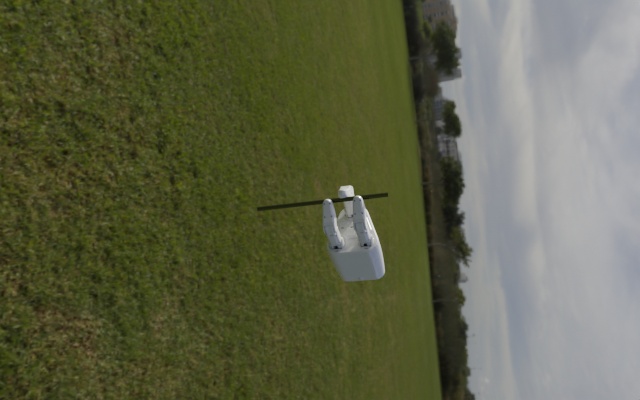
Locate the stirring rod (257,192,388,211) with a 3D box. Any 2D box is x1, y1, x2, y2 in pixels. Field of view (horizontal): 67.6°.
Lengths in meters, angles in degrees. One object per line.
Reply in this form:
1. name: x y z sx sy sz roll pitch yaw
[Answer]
1. stirring rod: 0.000 0.003 0.855 0.239 0.011 0.011 -6 -2 14
